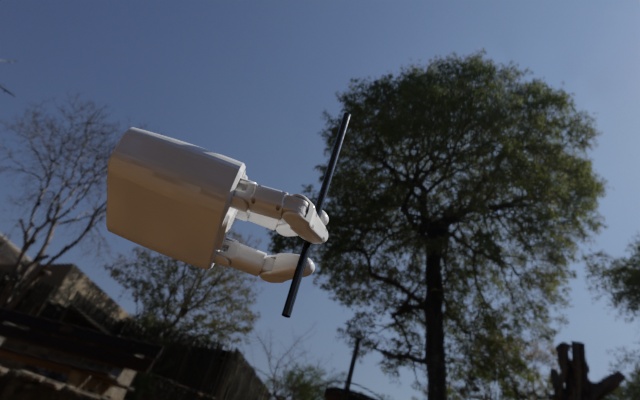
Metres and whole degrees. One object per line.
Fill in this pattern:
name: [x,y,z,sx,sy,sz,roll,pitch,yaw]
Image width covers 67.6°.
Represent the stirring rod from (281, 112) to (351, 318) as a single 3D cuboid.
stirring rod: [0.000,0.002,0.474,0.011,0.239,0.011,12,-32,8]
